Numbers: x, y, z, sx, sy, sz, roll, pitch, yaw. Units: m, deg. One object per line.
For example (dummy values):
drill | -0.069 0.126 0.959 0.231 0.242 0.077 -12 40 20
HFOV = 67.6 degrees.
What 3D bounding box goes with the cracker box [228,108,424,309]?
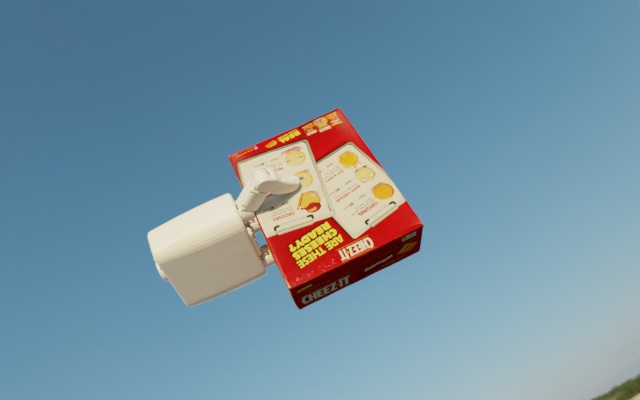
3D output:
cracker box | 0.000 0.002 0.591 0.164 0.213 0.072 -25 -35 -8
